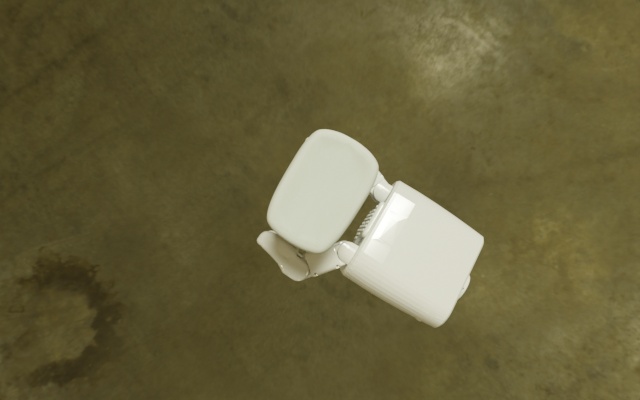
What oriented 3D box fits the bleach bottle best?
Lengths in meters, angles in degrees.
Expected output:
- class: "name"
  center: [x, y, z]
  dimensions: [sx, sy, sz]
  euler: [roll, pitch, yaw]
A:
- class: "bleach bottle"
  center: [0.000, 0.002, 0.504]
  dimensions: [0.068, 0.102, 0.251]
  euler: [32, -3, 2]
